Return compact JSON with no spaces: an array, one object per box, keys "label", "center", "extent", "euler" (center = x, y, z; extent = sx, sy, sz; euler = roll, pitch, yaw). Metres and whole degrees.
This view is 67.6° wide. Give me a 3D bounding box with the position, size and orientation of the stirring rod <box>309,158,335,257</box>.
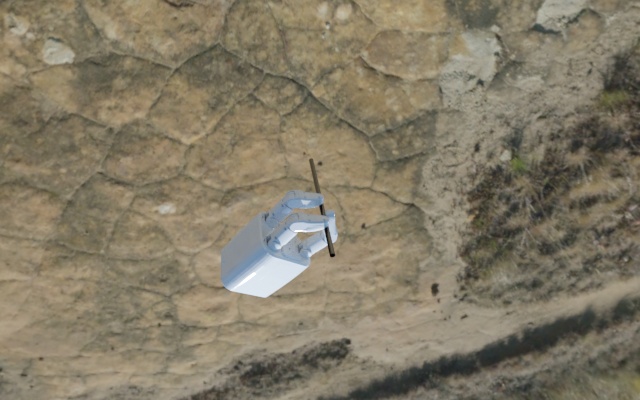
[{"label":"stirring rod","center":[0.000,0.003,0.764],"extent":[0.011,0.011,0.239],"euler":[0,39,-10]}]
